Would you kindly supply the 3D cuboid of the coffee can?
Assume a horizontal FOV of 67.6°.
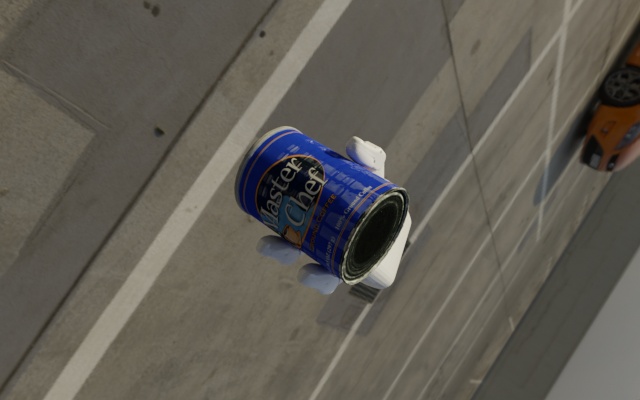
[{"bbox_3d":[0.000,0.001,0.470,0.140,0.103,0.103,32,16,28],"label":"coffee can"}]
